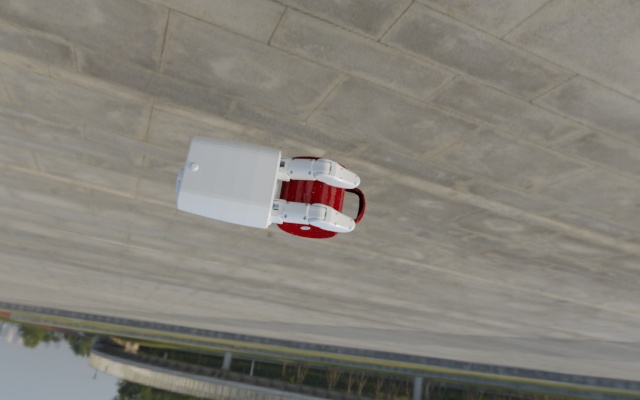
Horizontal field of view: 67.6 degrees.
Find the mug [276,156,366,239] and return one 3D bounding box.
[{"bbox_3d":[0.001,0.003,0.614,0.117,0.081,0.093,11,-20,-7],"label":"mug"}]
